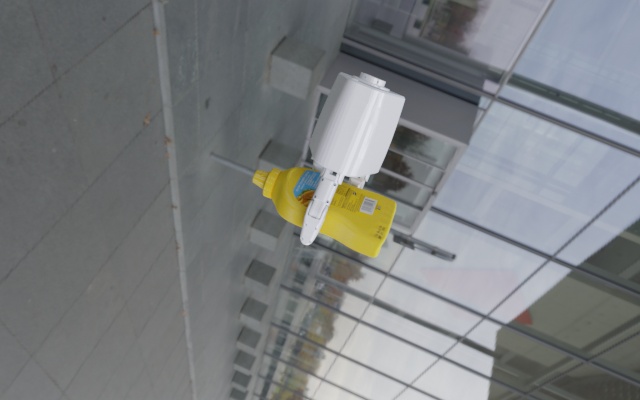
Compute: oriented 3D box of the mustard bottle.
[{"bbox_3d":[0.000,0.002,0.634,0.191,0.058,0.096,22,40,5],"label":"mustard bottle"}]
